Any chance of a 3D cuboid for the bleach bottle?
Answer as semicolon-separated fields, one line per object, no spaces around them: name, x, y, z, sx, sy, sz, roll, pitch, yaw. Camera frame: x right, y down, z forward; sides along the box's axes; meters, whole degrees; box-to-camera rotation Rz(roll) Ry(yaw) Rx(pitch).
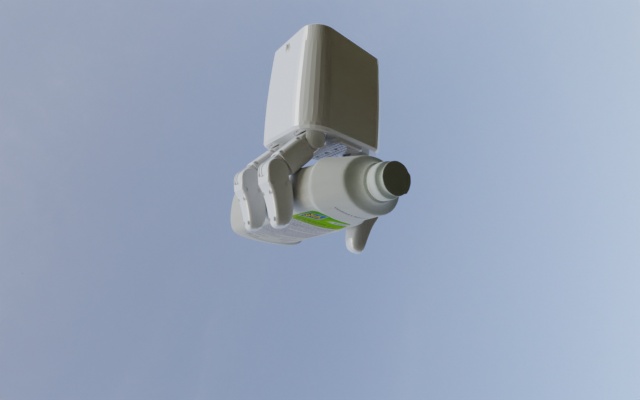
bleach bottle;0.000;0.002;0.474;0.102;0.068;0.251;12;-14;-30
